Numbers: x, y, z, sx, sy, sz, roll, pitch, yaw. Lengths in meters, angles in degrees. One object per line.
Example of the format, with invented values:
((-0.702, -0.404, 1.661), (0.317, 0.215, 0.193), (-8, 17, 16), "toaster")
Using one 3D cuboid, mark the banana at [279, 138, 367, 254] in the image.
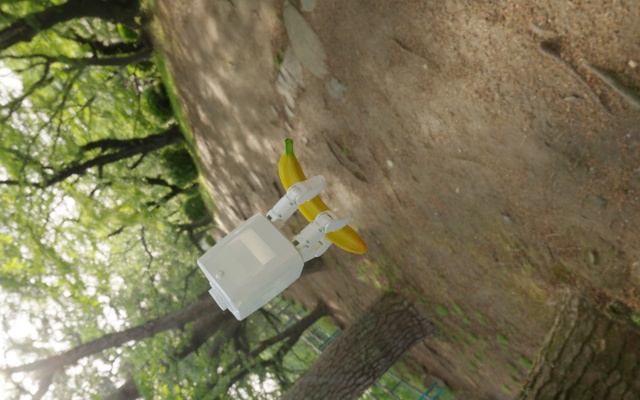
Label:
((-0.007, 0.005, 0.702), (0.037, 0.198, 0.070), (-34, -6, -24), "banana")
